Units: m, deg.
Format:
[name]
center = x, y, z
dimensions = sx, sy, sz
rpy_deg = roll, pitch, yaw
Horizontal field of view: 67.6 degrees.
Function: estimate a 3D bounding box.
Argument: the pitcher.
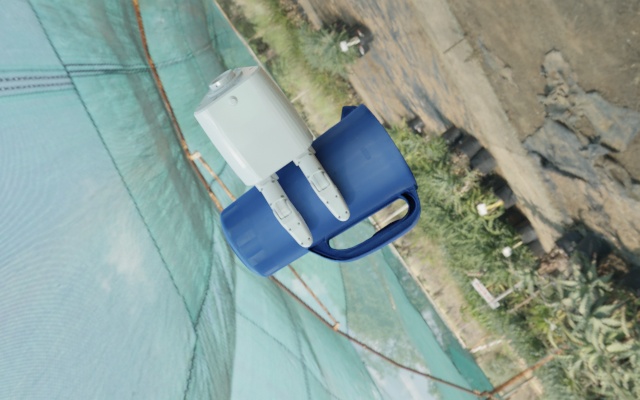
[pitcher]
center = 0.000, 0.002, 0.623
dimensions = 0.243, 0.145, 0.149
rpy_deg = -34, 27, 4
